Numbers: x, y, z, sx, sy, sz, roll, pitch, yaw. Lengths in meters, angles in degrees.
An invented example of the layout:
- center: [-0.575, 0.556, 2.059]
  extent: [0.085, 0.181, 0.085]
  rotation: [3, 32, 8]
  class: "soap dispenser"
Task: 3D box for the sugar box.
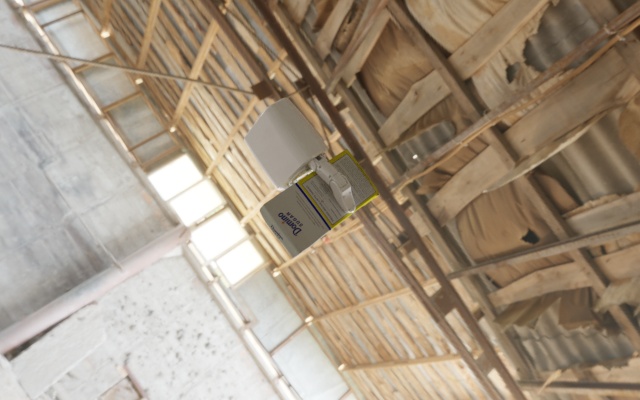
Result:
- center: [0.000, 0.002, 0.749]
  extent: [0.176, 0.093, 0.048]
  rotation: [-35, -3, -25]
  class: "sugar box"
